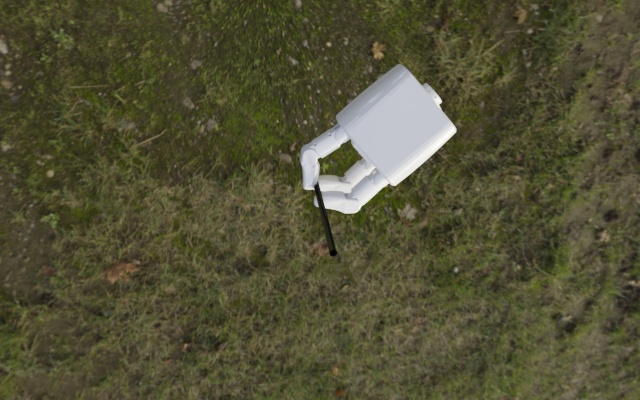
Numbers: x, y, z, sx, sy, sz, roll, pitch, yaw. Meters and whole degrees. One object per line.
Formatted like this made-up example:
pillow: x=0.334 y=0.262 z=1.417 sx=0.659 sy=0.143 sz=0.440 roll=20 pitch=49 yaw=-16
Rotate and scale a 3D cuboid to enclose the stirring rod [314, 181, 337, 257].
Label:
stirring rod: x=0.000 y=0.002 z=0.592 sx=0.011 sy=0.011 sz=0.239 roll=0 pitch=25 yaw=-7
